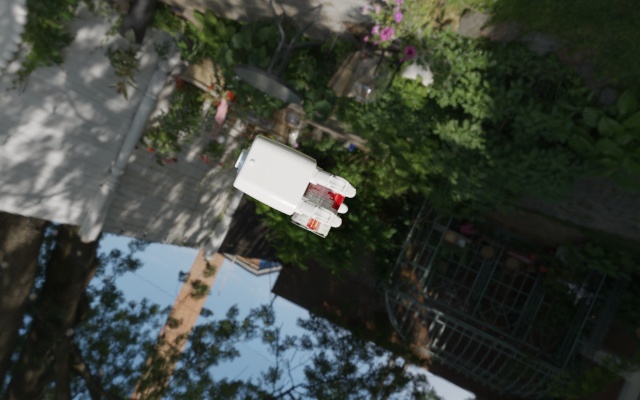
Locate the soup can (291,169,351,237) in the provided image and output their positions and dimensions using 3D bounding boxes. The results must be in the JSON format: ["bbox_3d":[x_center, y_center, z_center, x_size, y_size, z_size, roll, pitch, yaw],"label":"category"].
[{"bbox_3d":[0.000,0.003,0.809,0.068,0.102,0.068,25,-2,1],"label":"soup can"}]
